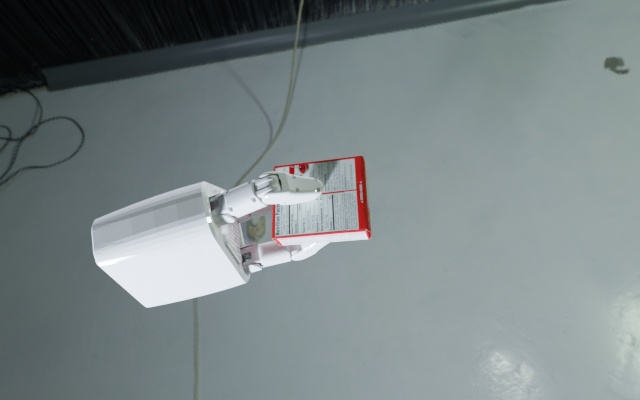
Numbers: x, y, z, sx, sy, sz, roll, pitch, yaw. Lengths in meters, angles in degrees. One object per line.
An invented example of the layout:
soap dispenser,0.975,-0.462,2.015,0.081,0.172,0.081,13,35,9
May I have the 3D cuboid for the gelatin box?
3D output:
gelatin box,0.000,0.001,0.442,0.089,0.073,0.030,-6,-22,11
